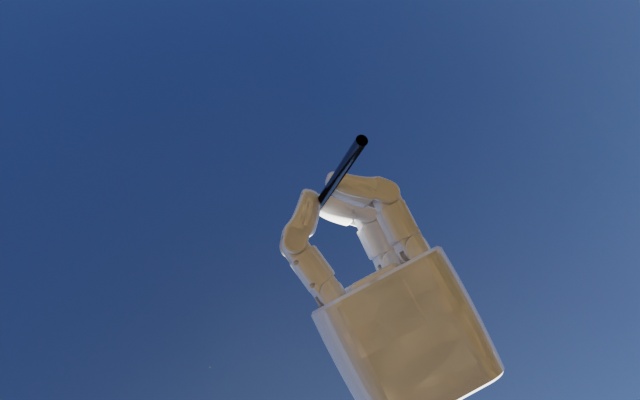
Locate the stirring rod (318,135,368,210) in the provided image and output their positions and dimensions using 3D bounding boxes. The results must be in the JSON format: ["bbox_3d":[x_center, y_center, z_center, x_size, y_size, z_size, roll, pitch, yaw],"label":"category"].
[{"bbox_3d":[0.000,0.001,0.407,0.011,0.011,0.240,0,-19,-13],"label":"stirring rod"}]
